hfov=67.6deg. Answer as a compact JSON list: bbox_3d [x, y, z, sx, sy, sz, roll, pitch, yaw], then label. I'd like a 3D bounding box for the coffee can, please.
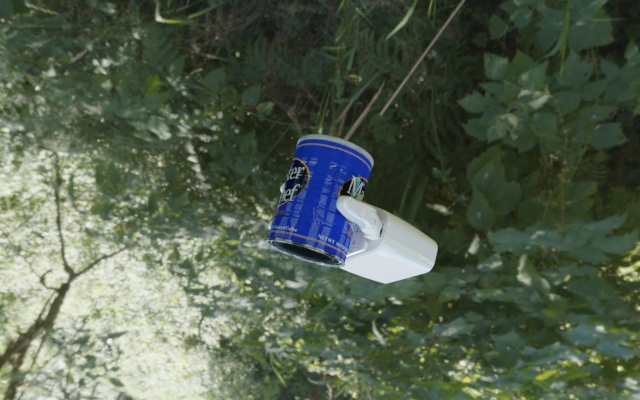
[{"bbox_3d":[0.000,0.002,0.604,0.103,0.140,0.103,16,-16,5],"label":"coffee can"}]
